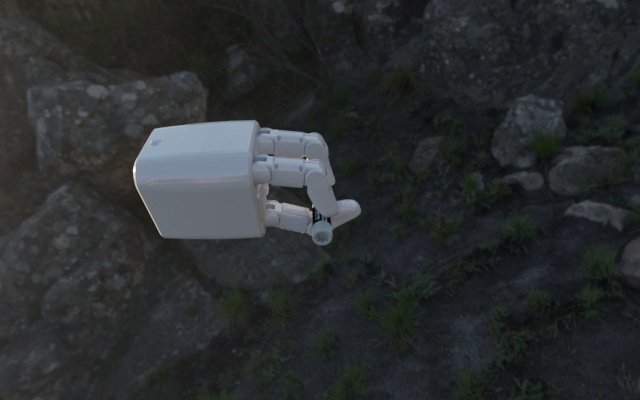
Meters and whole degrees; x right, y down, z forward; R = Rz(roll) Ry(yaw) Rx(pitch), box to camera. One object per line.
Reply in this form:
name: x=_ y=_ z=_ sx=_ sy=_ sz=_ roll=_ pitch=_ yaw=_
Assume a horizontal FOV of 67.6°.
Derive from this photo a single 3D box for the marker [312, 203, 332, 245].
marker: x=0.000 y=0.002 z=0.496 sx=0.020 sy=0.020 sz=0.121 roll=0 pitch=34 yaw=-2
